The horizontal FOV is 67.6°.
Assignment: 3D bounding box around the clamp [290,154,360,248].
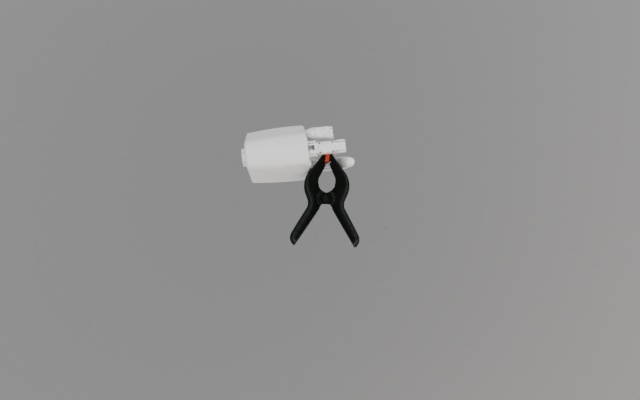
[{"bbox_3d":[0.000,0.003,0.834,0.120,0.171,0.039,-6,-3,-4],"label":"clamp"}]
